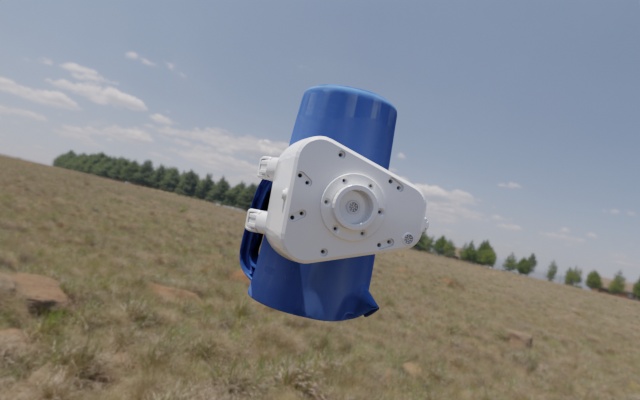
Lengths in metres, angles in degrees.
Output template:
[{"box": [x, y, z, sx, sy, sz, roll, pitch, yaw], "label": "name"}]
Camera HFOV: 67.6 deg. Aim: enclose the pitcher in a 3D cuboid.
[{"box": [0.000, 0.002, 0.536, 0.149, 0.243, 0.145, 12, -2, -10], "label": "pitcher"}]
